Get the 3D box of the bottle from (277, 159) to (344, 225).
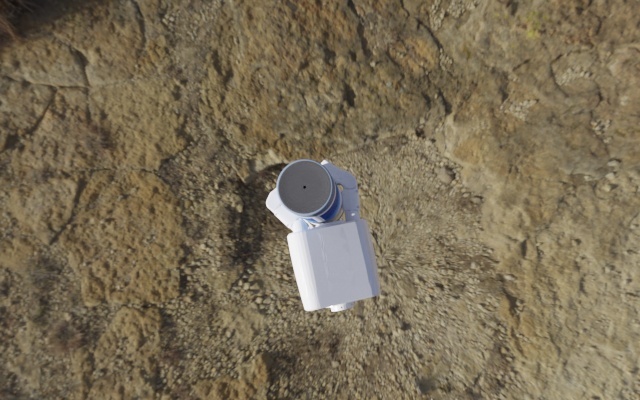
[{"bbox_3d":[0.000,0.002,0.693,0.069,0.069,0.296,0,-7,7],"label":"bottle"}]
